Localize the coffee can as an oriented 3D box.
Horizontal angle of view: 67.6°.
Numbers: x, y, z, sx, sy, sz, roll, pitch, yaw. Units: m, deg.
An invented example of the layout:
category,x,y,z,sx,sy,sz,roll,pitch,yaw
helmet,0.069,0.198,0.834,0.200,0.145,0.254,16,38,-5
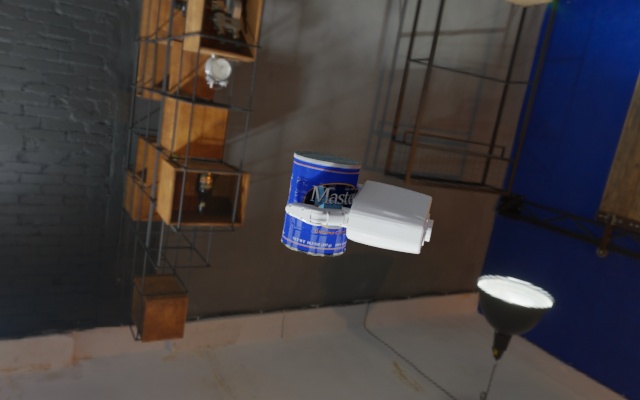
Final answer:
category,x,y,z,sx,sy,sz,roll,pitch,yaw
coffee can,0.000,0.002,0.734,0.103,0.140,0.103,9,11,-2
